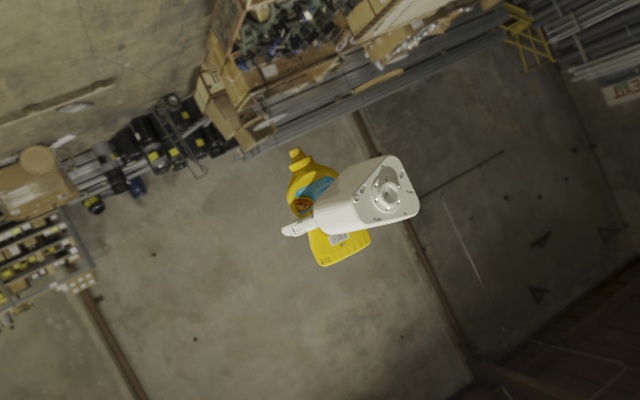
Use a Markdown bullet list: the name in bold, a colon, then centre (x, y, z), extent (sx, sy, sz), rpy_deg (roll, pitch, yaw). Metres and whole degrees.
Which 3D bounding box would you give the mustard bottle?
- **mustard bottle**: centre (0.000, 0.003, 0.772), extent (0.096, 0.191, 0.058), rpy_deg (-27, 6, -2)
